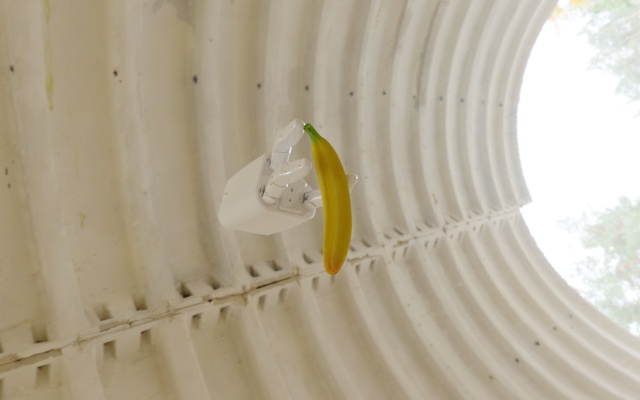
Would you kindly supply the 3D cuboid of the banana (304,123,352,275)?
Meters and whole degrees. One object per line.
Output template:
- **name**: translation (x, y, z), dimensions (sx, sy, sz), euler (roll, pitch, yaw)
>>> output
- **banana**: translation (0.012, 0.000, 0.624), dimensions (0.037, 0.197, 0.069), euler (-23, -19, 39)
